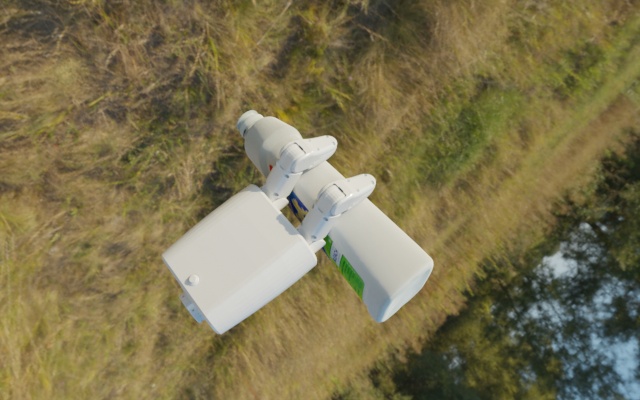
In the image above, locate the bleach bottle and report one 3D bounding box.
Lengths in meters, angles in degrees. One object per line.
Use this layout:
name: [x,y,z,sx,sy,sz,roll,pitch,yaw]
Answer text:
bleach bottle: [0.000,0.002,0.484,0.068,0.250,0.103,-37,-22,-14]
